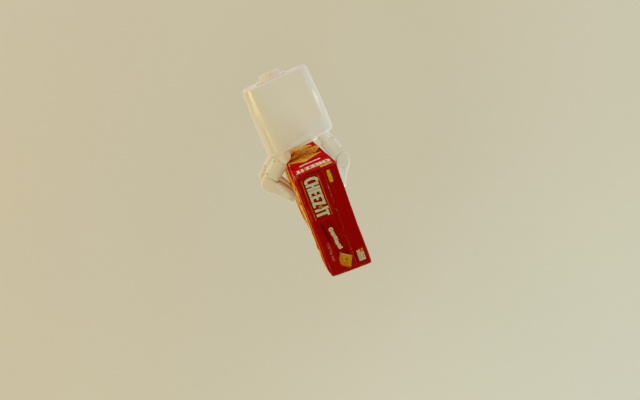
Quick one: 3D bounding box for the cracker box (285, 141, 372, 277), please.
[{"bbox_3d":[0.000,0.002,0.768,0.072,0.164,0.213,-22,18,-3],"label":"cracker box"}]
